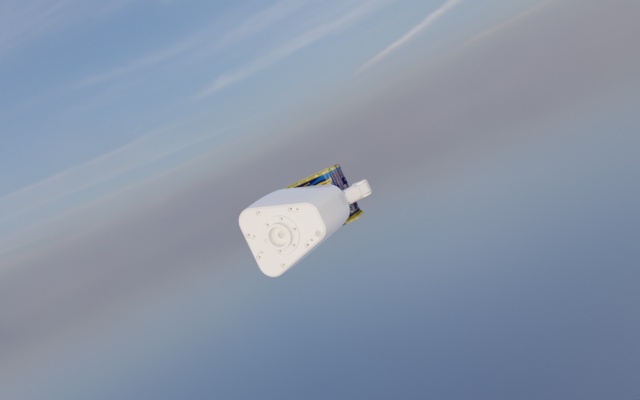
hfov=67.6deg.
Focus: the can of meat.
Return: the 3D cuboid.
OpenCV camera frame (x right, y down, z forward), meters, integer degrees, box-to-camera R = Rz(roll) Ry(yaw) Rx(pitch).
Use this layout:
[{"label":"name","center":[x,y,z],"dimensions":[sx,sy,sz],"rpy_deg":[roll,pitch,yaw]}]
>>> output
[{"label":"can of meat","center":[0.000,0.002,0.714],"dimensions":[0.102,0.084,0.057],"rpy_deg":[-23,4,24]}]
